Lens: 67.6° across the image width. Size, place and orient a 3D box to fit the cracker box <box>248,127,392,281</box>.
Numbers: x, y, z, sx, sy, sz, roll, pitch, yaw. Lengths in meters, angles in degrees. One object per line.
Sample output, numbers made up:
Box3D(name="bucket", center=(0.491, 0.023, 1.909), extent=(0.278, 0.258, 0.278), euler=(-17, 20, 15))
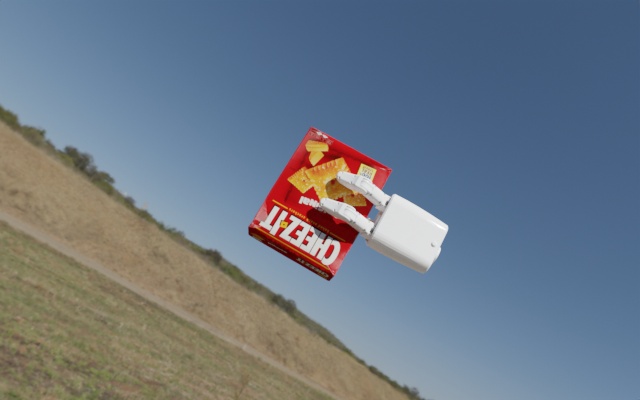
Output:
Box3D(name="cracker box", center=(0.000, 0.003, 0.818), extent=(0.164, 0.213, 0.072), euler=(29, -17, 3))
